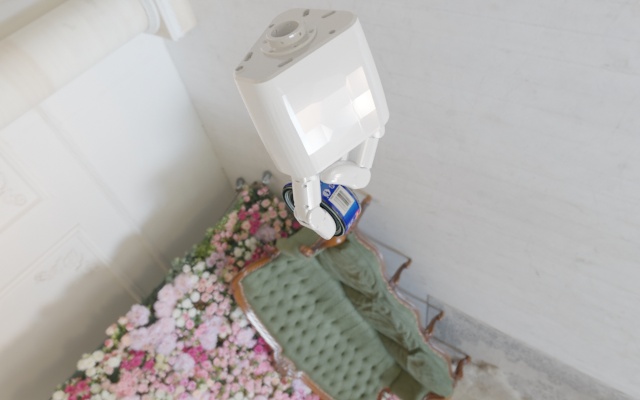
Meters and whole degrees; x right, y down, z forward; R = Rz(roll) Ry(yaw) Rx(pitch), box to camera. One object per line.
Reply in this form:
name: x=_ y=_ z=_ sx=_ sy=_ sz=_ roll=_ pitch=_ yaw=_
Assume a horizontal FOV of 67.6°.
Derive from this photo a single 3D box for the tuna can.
tuna can: x=0.000 y=0.002 z=0.526 sx=0.086 sy=0.033 sz=0.086 roll=30 pitch=-24 yaw=15
